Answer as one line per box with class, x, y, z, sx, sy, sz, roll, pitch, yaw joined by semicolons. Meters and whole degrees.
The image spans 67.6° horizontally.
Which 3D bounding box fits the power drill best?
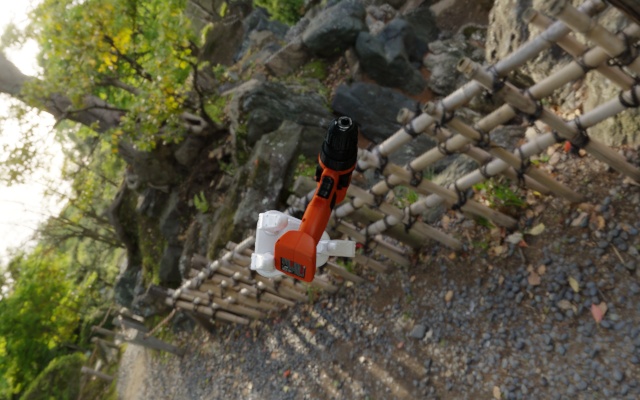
power drill;0.000;0.003;0.636;0.057;0.187;0.184;21;-28;9
